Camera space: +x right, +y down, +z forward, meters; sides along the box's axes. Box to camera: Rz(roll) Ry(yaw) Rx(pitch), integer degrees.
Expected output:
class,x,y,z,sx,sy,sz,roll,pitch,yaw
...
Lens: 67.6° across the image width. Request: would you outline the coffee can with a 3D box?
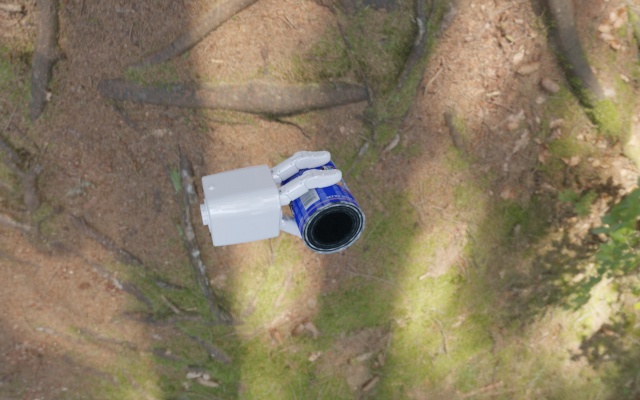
class,x,y,z,sx,sy,sz,roll,pitch,yaw
coffee can,0.000,0.002,0.780,0.103,0.103,0.140,0,36,-22
